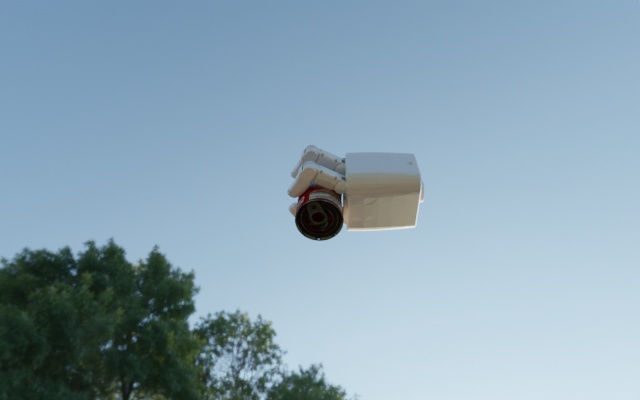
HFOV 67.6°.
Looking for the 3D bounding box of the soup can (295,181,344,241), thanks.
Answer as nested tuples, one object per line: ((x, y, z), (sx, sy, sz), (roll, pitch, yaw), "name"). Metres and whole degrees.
((0.000, 0.002, 0.702), (0.068, 0.068, 0.102), (0, 31, 2), "soup can")
